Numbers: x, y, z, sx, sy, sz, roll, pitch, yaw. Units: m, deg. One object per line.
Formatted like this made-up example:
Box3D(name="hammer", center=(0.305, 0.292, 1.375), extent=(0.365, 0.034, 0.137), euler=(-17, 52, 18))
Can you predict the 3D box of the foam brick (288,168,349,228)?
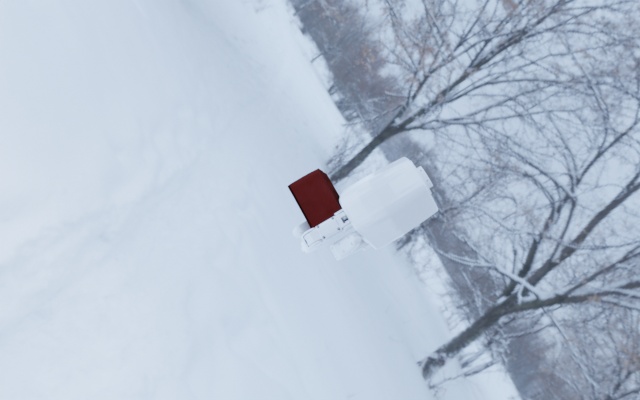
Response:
Box3D(name="foam brick", center=(0.000, 0.002, 0.674), extent=(0.051, 0.078, 0.053), euler=(-32, -13, 10))
